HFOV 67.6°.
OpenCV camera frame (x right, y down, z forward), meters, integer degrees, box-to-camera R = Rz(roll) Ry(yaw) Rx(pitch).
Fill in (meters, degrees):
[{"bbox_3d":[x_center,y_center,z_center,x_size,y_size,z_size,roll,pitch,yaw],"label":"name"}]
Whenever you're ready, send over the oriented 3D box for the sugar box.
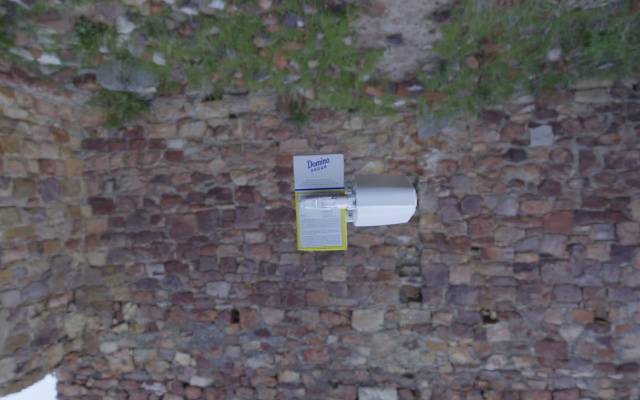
[{"bbox_3d":[0.000,0.003,0.886,0.093,0.176,0.048,-2,1,3],"label":"sugar box"}]
